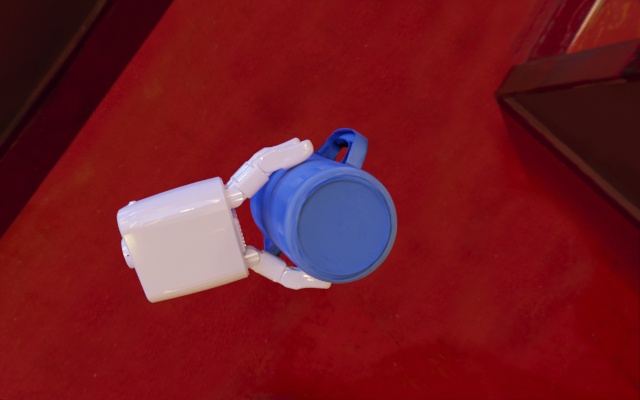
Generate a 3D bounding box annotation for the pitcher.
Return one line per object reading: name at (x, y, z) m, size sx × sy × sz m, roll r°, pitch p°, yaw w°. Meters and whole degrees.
pitcher at (0.000, 0.002, 0.540) m, size 0.145 × 0.149 × 0.243 m, roll -14°, pitch 9°, yaw -11°
